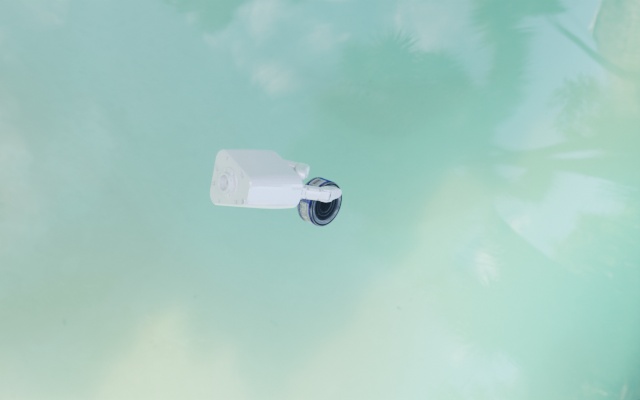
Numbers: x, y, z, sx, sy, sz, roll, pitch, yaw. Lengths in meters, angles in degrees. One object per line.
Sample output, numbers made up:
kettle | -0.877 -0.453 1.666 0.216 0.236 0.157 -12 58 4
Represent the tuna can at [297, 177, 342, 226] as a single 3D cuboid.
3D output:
tuna can | 0.001 0.003 0.864 0.033 0.086 0.086 21 14 39
